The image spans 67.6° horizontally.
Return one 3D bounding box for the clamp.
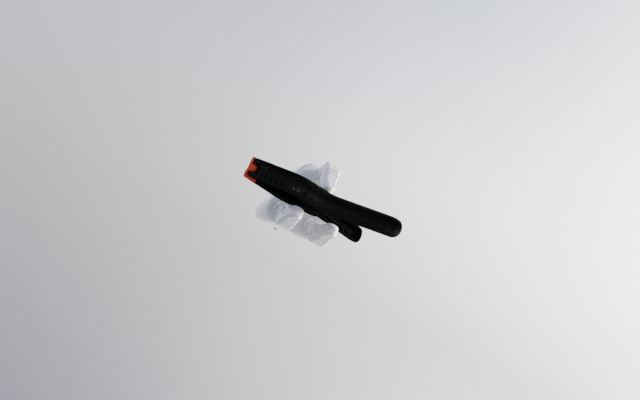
[{"bbox_3d":[0.000,0.001,0.637,0.210,0.036,0.164,29,-15,-16],"label":"clamp"}]
